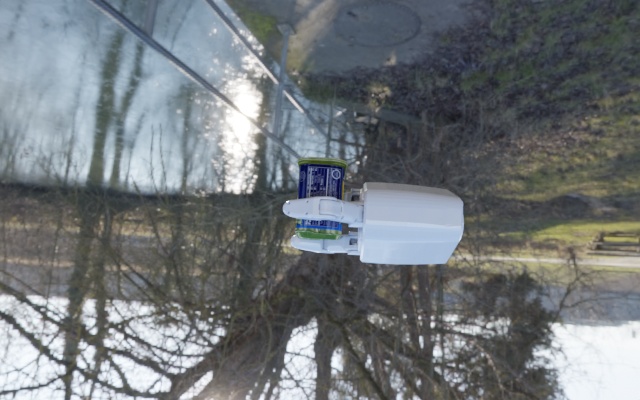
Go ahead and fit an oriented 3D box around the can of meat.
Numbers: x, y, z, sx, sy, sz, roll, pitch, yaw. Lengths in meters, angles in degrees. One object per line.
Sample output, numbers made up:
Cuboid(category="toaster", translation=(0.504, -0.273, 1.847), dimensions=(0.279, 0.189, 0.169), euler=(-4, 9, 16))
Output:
Cuboid(category="can of meat", translation=(0.000, 0.002, 0.562), dimensions=(0.057, 0.084, 0.102), euler=(3, -9, 1))
